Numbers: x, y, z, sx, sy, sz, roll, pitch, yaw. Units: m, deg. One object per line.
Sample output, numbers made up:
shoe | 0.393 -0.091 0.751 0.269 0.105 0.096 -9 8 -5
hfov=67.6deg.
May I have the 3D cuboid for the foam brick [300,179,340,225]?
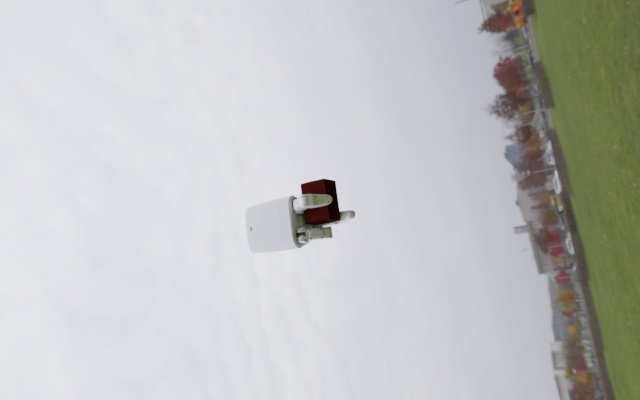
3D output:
foam brick | 0.000 0.003 0.891 0.051 0.078 0.053 -12 -10 26
